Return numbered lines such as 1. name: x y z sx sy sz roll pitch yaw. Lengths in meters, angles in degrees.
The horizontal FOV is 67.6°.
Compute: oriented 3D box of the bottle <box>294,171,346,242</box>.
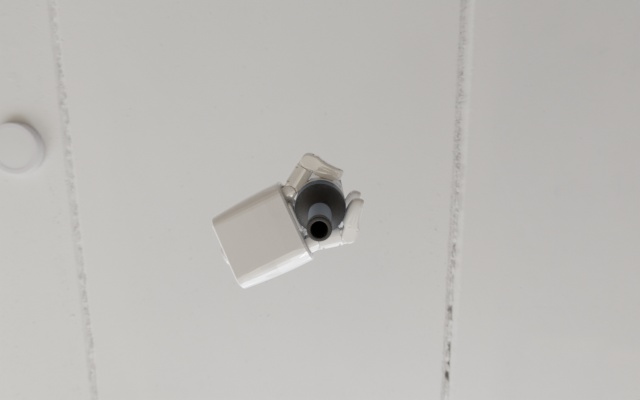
1. bottle: 0.000 0.002 0.648 0.069 0.069 0.295 0 11 1
